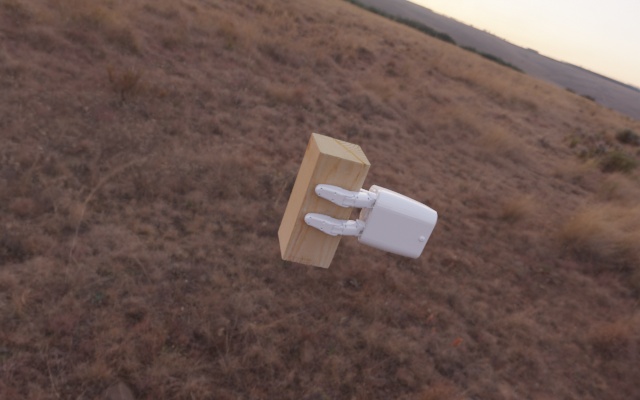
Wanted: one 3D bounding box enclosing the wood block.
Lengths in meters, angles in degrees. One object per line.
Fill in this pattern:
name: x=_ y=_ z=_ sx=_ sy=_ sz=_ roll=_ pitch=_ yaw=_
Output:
wood block: x=0.001 y=0.003 z=0.825 sx=0.090 sy=0.206 sz=0.090 roll=13 pitch=25 yaw=-16
